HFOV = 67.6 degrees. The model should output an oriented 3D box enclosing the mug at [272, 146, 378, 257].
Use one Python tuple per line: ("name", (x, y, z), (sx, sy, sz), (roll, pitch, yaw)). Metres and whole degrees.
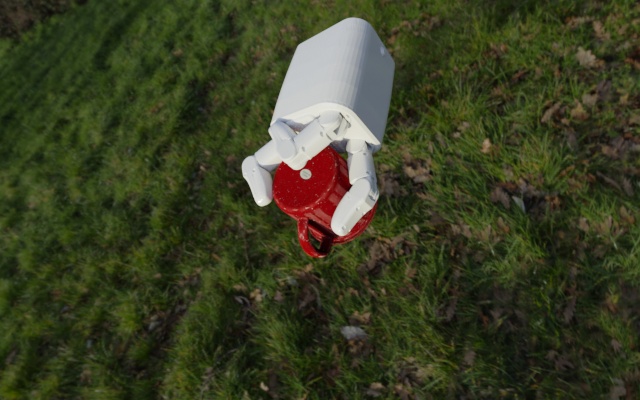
("mug", (0.000, 0.003, 0.507), (0.093, 0.117, 0.081), (-1, -23, 34))
